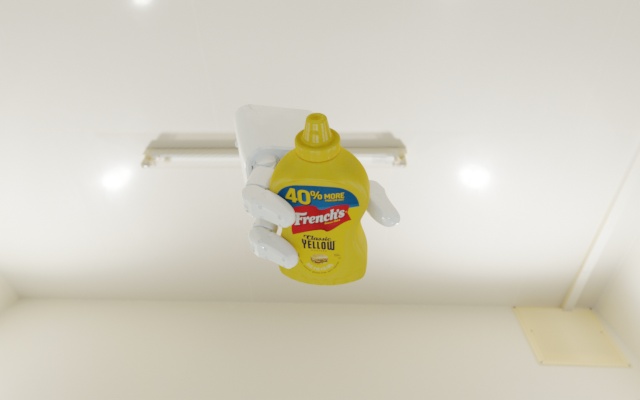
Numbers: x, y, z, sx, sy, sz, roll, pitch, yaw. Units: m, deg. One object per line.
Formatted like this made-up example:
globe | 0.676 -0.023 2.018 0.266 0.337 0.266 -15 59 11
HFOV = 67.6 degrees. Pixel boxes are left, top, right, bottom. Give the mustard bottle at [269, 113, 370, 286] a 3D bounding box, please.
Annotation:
mustard bottle | 0.000 0.002 0.469 0.096 0.192 0.058 4 40 7
